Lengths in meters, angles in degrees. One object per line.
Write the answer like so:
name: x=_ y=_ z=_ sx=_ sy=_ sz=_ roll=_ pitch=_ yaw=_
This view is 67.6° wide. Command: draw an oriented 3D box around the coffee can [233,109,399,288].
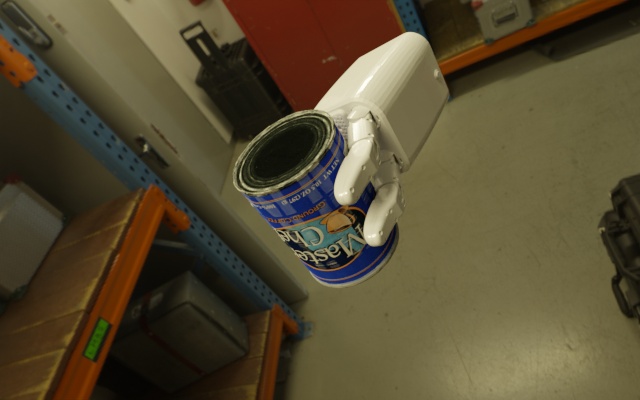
coffee can: x=0.000 y=0.002 z=0.450 sx=0.103 sy=0.102 sz=0.140 roll=0 pitch=-40 yaw=39
